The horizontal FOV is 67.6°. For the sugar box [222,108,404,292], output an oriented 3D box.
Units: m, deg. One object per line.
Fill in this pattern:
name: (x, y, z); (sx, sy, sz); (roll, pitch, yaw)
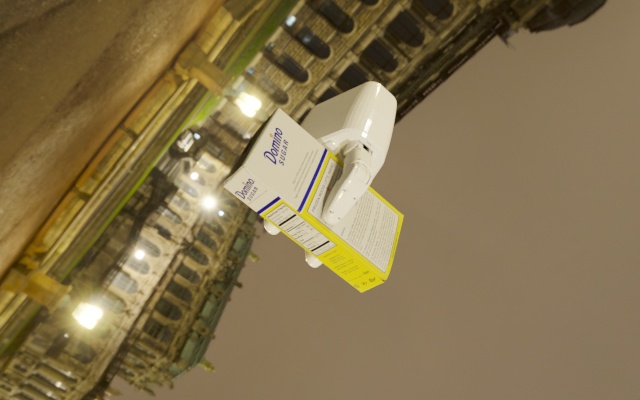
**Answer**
sugar box: (0.000, 0.002, 0.466); (0.176, 0.093, 0.048); (38, -45, -16)
